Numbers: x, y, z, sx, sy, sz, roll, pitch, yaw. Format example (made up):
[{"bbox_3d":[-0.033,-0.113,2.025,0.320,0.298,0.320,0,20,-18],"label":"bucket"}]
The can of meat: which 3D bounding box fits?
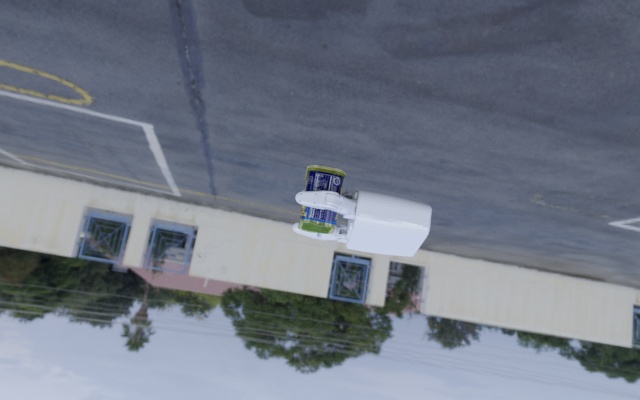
[{"bbox_3d":[0.000,0.003,0.710,0.057,0.084,0.102,10,-11,-2],"label":"can of meat"}]
